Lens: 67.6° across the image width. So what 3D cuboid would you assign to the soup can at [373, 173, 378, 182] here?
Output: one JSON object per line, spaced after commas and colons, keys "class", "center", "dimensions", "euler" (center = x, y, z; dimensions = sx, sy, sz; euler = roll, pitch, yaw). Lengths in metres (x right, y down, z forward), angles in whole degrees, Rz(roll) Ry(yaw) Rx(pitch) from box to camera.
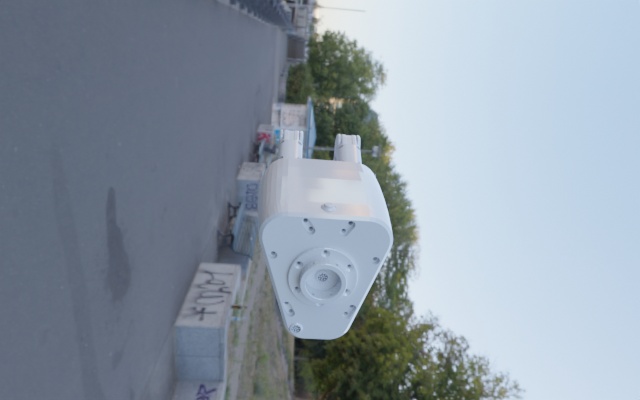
{"class": "soup can", "center": [0.000, 0.001, 0.463], "dimensions": [0.102, 0.068, 0.068], "euler": [4, 0, -4]}
